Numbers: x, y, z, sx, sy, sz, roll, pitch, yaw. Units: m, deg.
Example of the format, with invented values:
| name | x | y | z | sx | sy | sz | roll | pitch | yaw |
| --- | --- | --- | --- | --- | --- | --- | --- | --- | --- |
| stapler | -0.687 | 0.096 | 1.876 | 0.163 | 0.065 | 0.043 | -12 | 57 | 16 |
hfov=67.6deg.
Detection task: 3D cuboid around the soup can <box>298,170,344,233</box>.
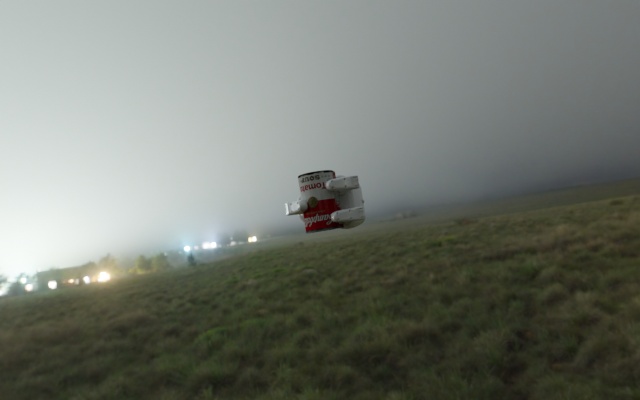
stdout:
| name | x | y | z | sx | sy | sz | roll | pitch | yaw |
| --- | --- | --- | --- | --- | --- | --- | --- | --- | --- |
| soup can | 0.000 | 0.002 | 0.837 | 0.068 | 0.102 | 0.068 | -9 | -4 | -1 |
